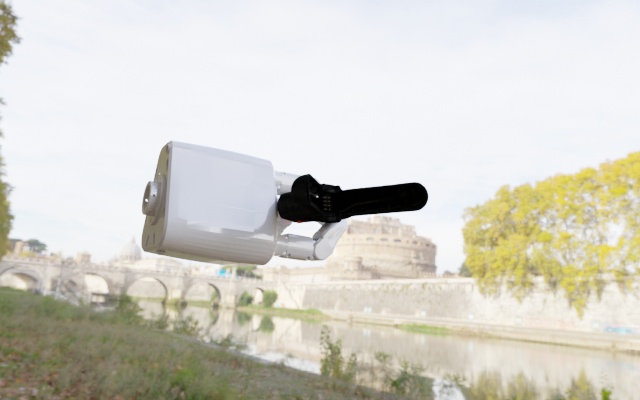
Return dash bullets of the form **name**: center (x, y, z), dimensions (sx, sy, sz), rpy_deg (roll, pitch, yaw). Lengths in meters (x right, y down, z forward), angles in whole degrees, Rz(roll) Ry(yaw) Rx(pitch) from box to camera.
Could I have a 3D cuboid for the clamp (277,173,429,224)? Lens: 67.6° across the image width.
- **clamp**: center (0.000, 0.001, 0.442), dimensions (0.120, 0.039, 0.171), rpy_deg (11, -14, -31)
